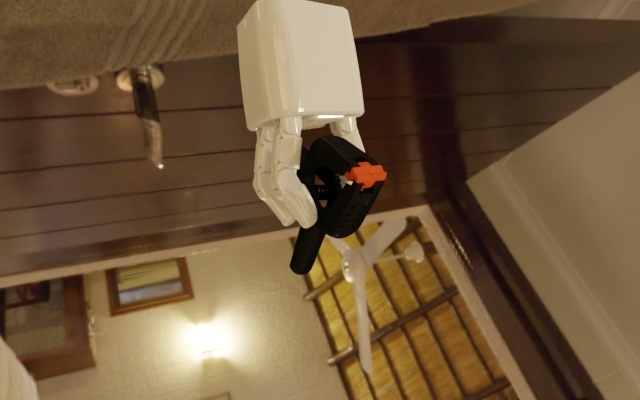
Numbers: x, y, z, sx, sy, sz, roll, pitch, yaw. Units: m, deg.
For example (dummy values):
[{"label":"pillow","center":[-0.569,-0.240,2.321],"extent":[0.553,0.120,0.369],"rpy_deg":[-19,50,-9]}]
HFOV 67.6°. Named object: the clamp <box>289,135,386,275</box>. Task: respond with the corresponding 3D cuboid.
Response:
[{"label":"clamp","center":[0.001,0.001,0.468],"extent":[0.036,0.164,0.210],"rpy_deg":[-9,3,-23]}]
